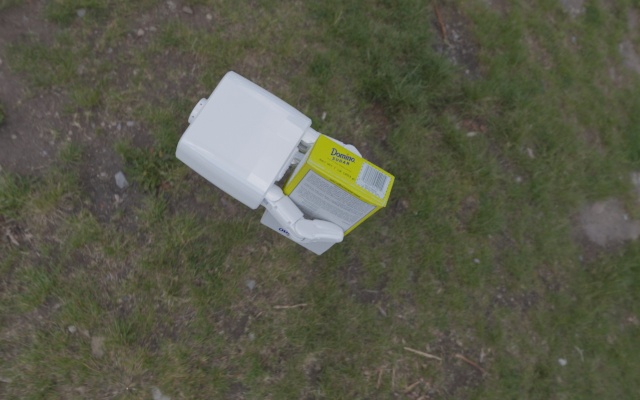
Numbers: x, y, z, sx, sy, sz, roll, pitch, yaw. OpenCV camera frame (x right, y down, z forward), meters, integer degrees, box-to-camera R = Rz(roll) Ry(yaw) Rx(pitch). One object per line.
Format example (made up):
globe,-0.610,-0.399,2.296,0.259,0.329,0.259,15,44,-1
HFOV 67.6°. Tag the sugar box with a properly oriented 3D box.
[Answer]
sugar box,0.000,0.001,0.550,0.093,0.048,0.176,30,-28,-10
